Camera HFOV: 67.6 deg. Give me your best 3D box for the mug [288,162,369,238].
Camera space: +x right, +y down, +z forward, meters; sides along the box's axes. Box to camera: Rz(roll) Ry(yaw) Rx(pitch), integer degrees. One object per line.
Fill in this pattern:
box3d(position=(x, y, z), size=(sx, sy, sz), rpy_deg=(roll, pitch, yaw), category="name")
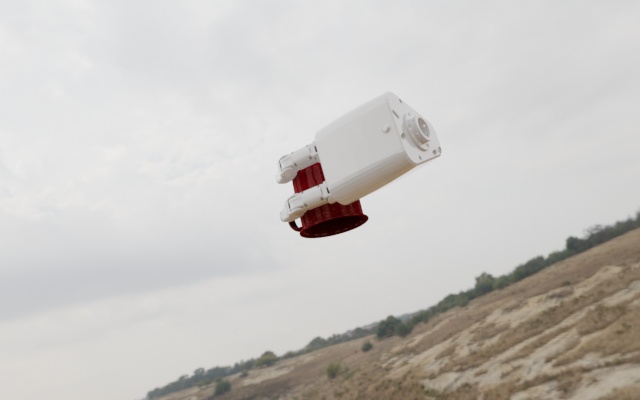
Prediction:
box3d(position=(-0.001, 0.002, 0.643), size=(0.117, 0.081, 0.093), rpy_deg=(-26, -21, 34), category="mug")
